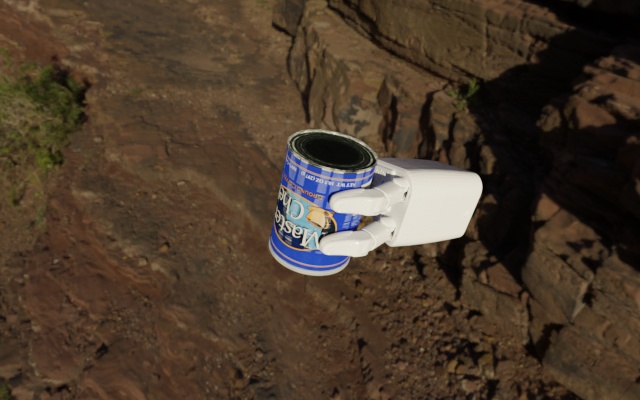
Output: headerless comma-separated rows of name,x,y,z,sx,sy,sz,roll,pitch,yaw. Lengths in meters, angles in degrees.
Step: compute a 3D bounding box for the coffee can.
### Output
coffee can,0.000,0.002,0.560,0.103,0.140,0.102,10,30,-6
